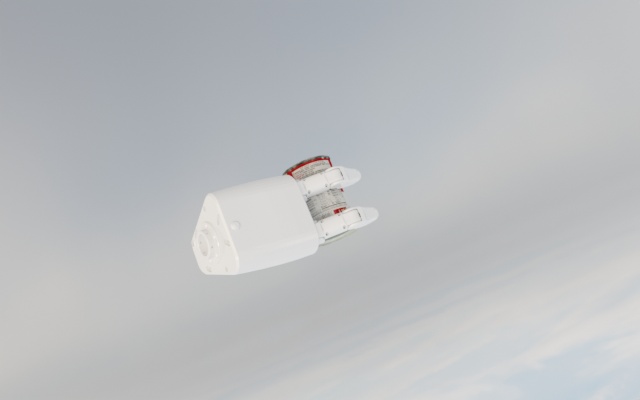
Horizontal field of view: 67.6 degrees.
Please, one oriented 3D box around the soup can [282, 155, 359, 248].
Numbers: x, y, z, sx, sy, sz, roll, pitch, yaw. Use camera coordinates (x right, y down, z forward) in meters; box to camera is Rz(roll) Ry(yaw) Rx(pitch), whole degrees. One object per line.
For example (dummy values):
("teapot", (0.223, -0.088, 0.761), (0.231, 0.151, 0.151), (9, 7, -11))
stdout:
("soup can", (0.001, 0.002, 0.615), (0.068, 0.102, 0.068), (-22, -12, -5))
